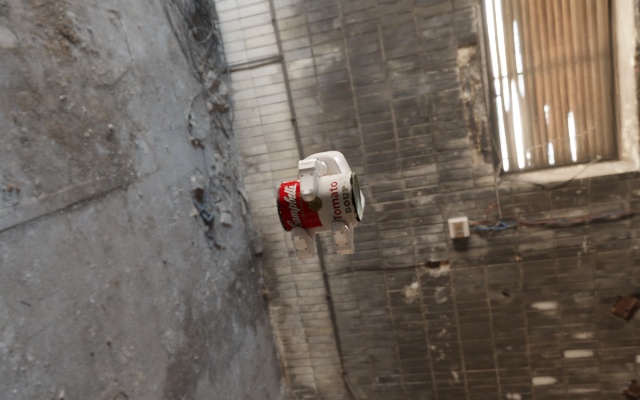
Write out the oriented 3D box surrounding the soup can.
[{"bbox_3d":[0.000,0.002,0.634,0.102,0.068,0.068,-8,-2,12],"label":"soup can"}]
